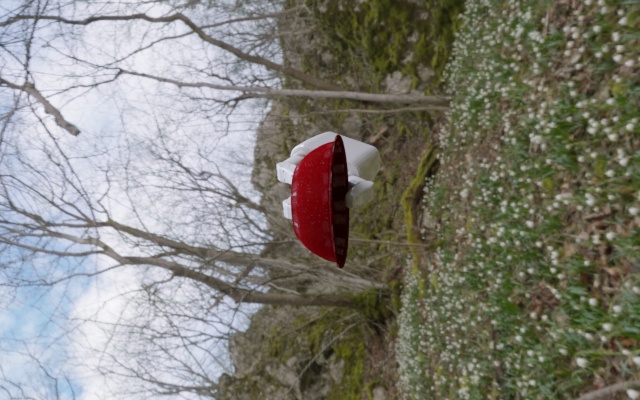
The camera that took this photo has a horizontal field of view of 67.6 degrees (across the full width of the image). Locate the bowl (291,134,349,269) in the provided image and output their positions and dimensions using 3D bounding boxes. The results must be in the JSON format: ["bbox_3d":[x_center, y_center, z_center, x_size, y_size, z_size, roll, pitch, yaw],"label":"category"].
[{"bbox_3d":[-0.001,0.002,0.581,0.055,0.162,0.162,-1,0,9],"label":"bowl"}]
